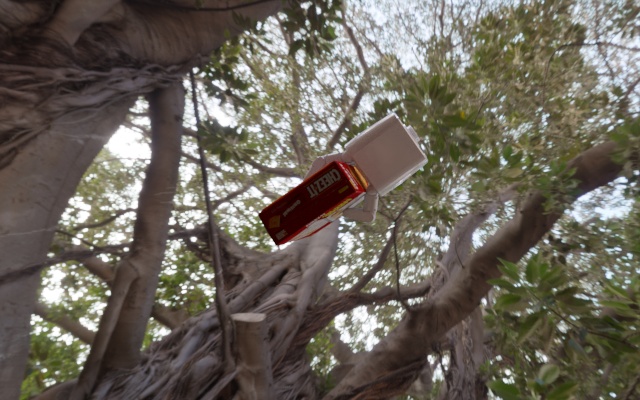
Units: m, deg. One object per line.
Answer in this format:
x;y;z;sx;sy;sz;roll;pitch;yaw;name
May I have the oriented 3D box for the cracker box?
0.000;0.003;0.872;0.164;0.072;0.213;-35;-8;12;cracker box
